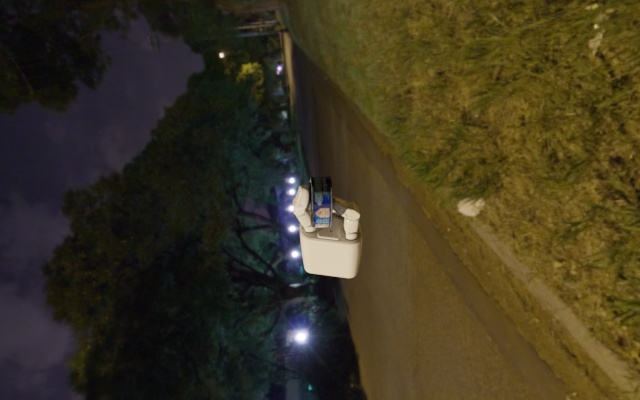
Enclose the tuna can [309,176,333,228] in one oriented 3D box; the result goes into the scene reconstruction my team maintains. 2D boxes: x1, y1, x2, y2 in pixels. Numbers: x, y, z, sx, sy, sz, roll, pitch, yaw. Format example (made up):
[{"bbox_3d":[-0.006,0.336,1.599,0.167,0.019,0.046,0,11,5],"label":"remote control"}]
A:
[{"bbox_3d":[0.000,0.003,0.795,0.034,0.086,0.086,-1,0,-4],"label":"tuna can"}]
